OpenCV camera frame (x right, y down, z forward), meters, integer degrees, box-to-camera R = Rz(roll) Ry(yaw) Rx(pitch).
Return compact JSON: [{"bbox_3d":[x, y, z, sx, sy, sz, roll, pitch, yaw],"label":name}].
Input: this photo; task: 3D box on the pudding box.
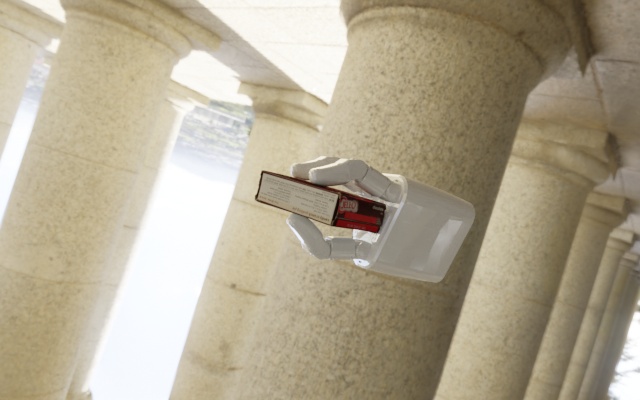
[{"bbox_3d":[0.000,0.002,0.514,0.113,0.039,0.090,15,0,37],"label":"pudding box"}]
